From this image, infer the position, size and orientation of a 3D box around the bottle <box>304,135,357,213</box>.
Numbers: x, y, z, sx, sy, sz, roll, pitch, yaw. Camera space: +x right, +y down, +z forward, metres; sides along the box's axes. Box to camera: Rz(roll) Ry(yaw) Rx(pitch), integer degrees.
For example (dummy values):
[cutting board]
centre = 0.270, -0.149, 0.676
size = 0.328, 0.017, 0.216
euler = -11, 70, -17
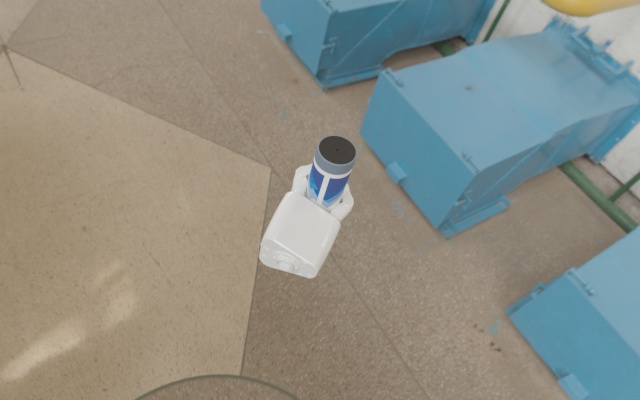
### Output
[bottle]
centre = 0.000, 0.003, 0.892
size = 0.069, 0.069, 0.296
euler = 0, -35, -13
